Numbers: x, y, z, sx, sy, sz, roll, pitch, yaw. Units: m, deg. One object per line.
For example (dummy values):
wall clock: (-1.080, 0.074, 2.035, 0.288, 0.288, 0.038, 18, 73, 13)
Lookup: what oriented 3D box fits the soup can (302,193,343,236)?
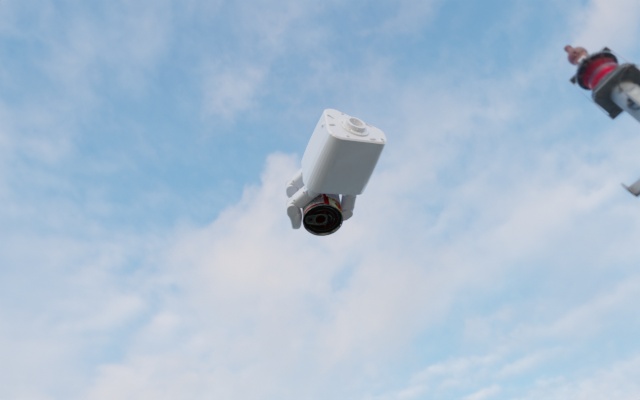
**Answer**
soup can: (0.000, 0.003, 0.827, 0.068, 0.069, 0.102, 0, 38, -6)
